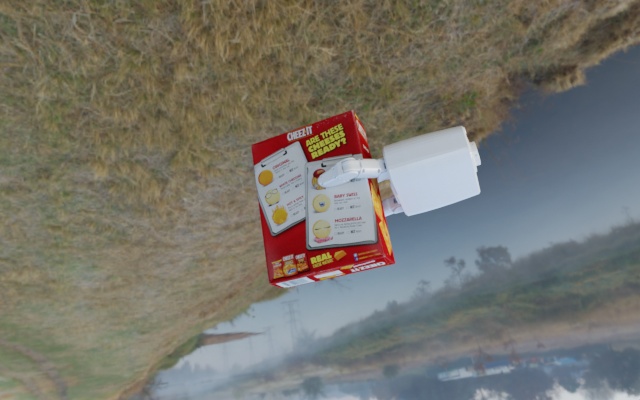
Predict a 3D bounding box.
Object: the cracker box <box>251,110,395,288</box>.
[{"bbox_3d":[0.000,0.002,0.674,0.164,0.213,0.072,-16,-22,16],"label":"cracker box"}]
